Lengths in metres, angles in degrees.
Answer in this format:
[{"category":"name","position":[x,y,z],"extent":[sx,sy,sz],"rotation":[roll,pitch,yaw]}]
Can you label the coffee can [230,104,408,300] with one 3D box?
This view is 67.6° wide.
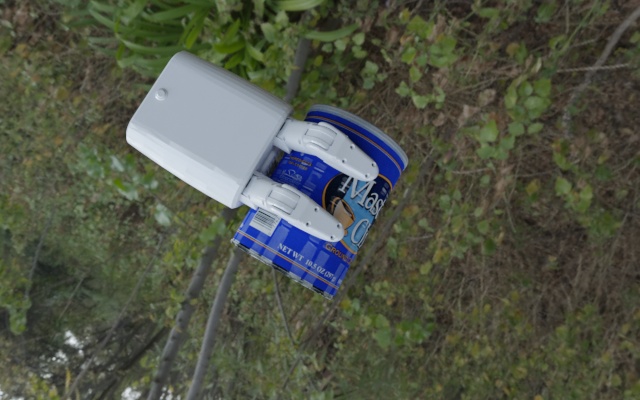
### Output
[{"category":"coffee can","position":[0.000,0.001,0.426],"extent":[0.103,0.140,0.103],"rotation":[29,-8,5]}]
